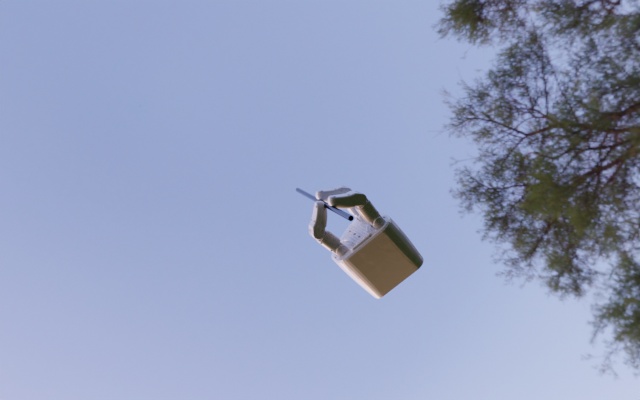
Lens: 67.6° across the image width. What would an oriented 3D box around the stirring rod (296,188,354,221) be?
[{"bbox_3d":[0.000,0.003,0.765,0.011,0.011,0.239,0,11,-21],"label":"stirring rod"}]
